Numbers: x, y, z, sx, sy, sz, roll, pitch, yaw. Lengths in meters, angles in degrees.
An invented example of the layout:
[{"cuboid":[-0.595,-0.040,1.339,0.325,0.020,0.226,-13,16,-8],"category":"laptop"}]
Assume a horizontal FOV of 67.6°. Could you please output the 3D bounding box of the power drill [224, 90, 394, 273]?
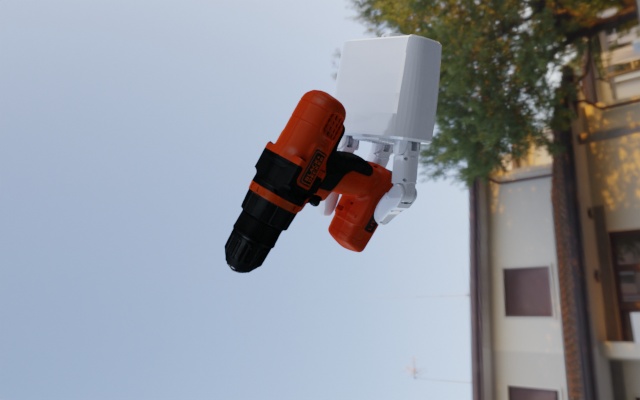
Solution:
[{"cuboid":[0.000,0.001,0.497,0.057,0.184,0.188,32,4,33],"category":"power drill"}]
